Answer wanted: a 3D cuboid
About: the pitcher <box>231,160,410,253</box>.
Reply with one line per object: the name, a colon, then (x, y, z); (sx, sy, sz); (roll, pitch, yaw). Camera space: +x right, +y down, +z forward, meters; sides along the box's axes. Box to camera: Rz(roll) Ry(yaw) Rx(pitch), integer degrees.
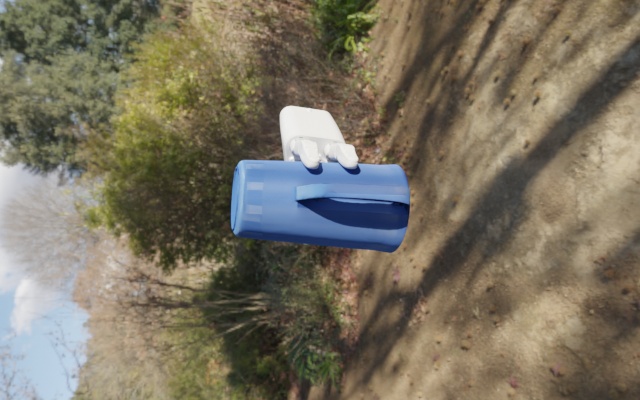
pitcher: (0.000, 0.002, 0.683); (0.243, 0.149, 0.145); (4, 35, -15)
